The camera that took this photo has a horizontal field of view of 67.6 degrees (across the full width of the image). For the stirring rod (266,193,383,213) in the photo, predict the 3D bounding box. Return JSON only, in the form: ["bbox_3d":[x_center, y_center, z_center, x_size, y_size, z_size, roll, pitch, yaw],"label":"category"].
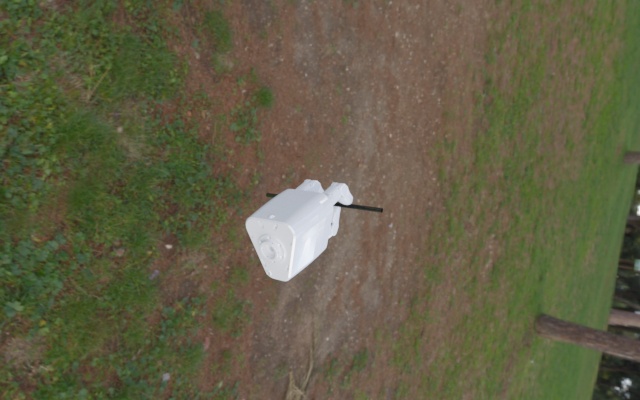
[{"bbox_3d":[0.000,0.003,0.856,0.239,0.011,0.011,8,4,31],"label":"stirring rod"}]
